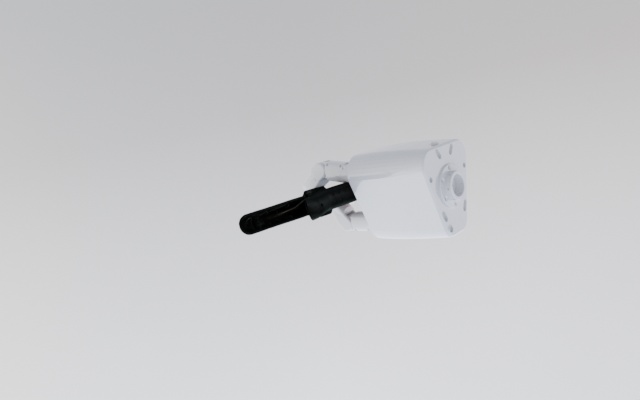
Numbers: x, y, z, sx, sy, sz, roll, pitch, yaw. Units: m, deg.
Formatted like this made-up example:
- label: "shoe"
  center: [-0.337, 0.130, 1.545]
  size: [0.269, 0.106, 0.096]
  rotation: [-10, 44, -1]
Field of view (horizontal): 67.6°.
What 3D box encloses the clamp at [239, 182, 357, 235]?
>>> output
- label: "clamp"
  center: [0.000, 0.002, 0.569]
  size: [0.171, 0.039, 0.120]
  rotation: [-22, 11, -42]
